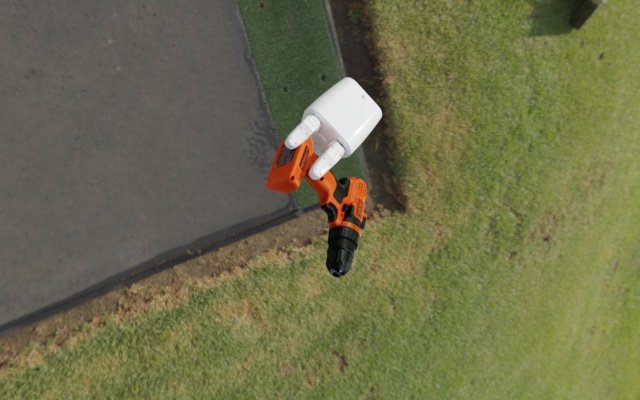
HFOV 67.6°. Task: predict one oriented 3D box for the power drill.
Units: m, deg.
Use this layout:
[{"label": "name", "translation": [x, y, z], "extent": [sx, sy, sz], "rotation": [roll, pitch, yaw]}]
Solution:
[{"label": "power drill", "translation": [0.000, 0.002, 0.736], "extent": [0.057, 0.184, 0.188], "rotation": [-18, -47, 33]}]
